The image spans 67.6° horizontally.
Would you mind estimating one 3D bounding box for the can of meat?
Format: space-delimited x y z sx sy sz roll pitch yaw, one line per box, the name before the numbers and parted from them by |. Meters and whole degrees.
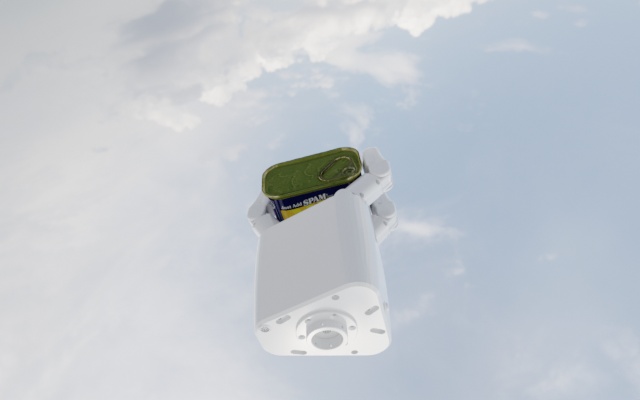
can of meat | 0.000 0.002 0.497 0.102 0.084 0.057 -14 37 4
